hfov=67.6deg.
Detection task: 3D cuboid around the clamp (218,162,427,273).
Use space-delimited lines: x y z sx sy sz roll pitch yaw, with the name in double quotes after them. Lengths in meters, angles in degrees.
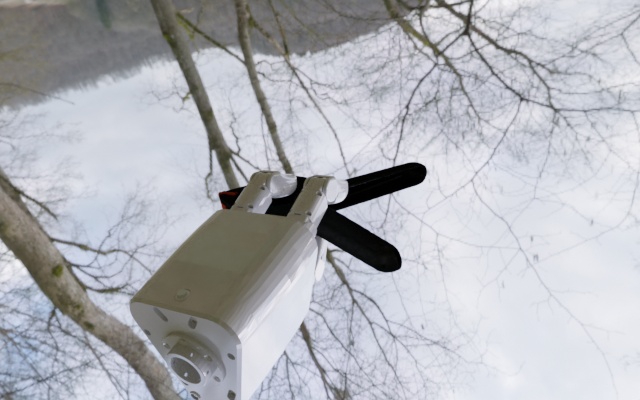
0.000 0.002 0.473 0.210 0.036 0.164 6 32 26 "clamp"
